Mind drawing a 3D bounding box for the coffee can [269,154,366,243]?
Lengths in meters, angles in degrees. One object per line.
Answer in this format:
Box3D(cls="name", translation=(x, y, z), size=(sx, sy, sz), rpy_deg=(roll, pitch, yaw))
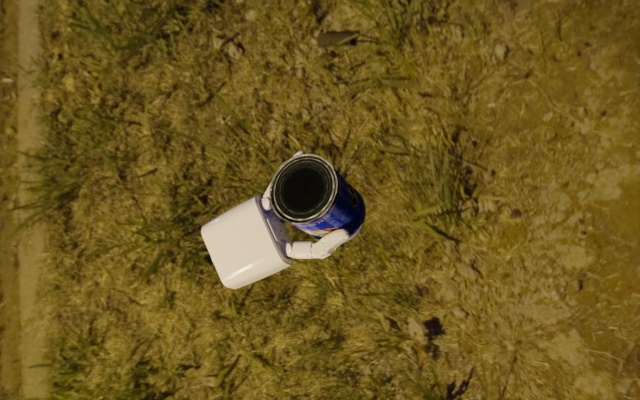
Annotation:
Box3D(cls="coffee can", translation=(0.000, 0.002, 0.717), size=(0.103, 0.102, 0.140), rpy_deg=(0, -16, 22))
